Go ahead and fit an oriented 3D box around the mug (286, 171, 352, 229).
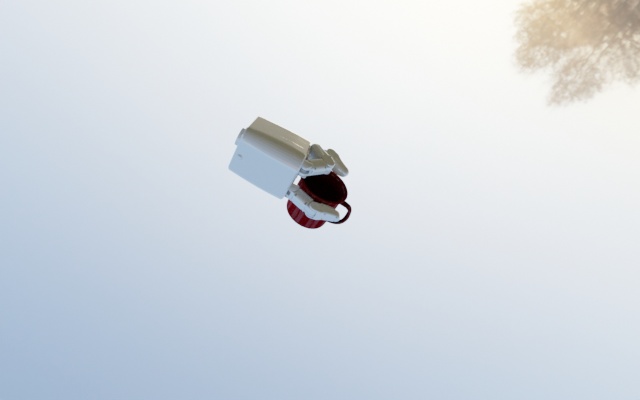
[{"bbox_3d":[0.001,0.004,0.860,0.117,0.081,0.093,29,38,-6],"label":"mug"}]
